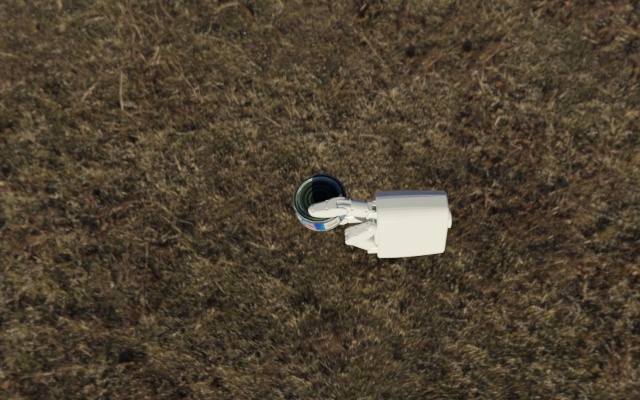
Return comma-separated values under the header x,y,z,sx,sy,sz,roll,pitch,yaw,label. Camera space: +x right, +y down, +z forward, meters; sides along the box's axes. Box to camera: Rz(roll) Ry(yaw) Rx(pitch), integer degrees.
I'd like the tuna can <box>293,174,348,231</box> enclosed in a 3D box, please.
x,y,z,sx,sy,sz,roll,pitch,yaw,label
0.000,0.002,0.751,0.086,0.086,0.034,0,-24,9,tuna can
